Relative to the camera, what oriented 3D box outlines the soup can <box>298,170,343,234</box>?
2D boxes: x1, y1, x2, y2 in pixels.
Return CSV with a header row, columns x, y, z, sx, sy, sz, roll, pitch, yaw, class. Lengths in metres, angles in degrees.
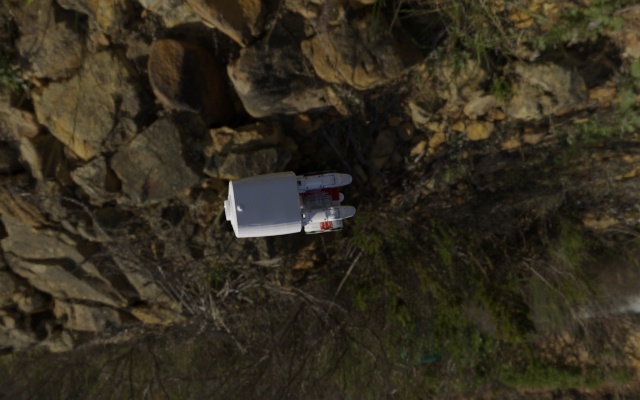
x,y,z,sx,sy,sz,roll,pitch,yaw,class
0.001,0.003,0.826,0.068,0.102,0.068,-7,-1,0,soup can
